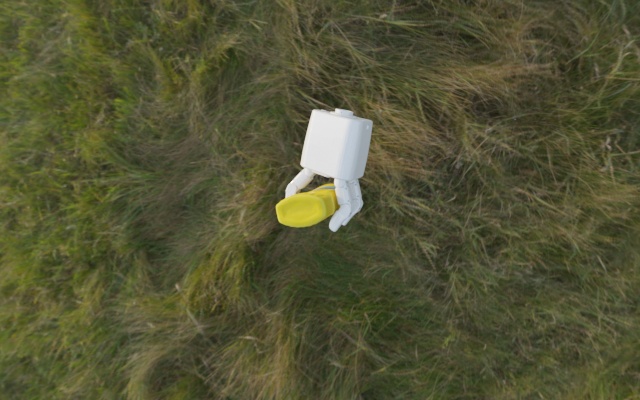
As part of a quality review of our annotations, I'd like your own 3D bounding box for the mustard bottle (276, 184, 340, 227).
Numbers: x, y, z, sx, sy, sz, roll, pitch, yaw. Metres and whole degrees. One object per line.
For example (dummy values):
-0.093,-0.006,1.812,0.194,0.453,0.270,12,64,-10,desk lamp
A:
0.000,0.003,0.894,0.096,0.058,0.191,-10,5,23,mustard bottle
